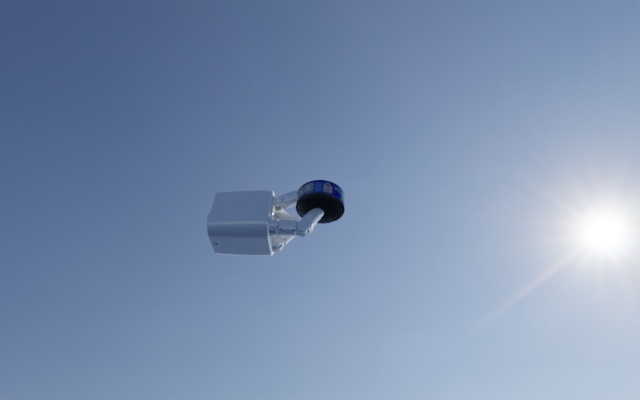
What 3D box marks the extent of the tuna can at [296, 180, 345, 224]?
[{"bbox_3d":[0.000,0.002,0.841,0.086,0.033,0.086,2,-39,2],"label":"tuna can"}]
